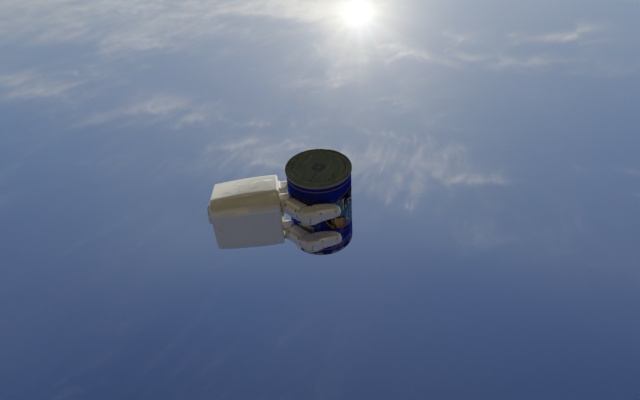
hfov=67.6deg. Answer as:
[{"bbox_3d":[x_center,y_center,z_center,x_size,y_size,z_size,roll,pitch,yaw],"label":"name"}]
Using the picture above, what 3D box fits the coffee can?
[{"bbox_3d":[0.000,0.002,0.771,0.103,0.140,0.102,-2,38,2],"label":"coffee can"}]
